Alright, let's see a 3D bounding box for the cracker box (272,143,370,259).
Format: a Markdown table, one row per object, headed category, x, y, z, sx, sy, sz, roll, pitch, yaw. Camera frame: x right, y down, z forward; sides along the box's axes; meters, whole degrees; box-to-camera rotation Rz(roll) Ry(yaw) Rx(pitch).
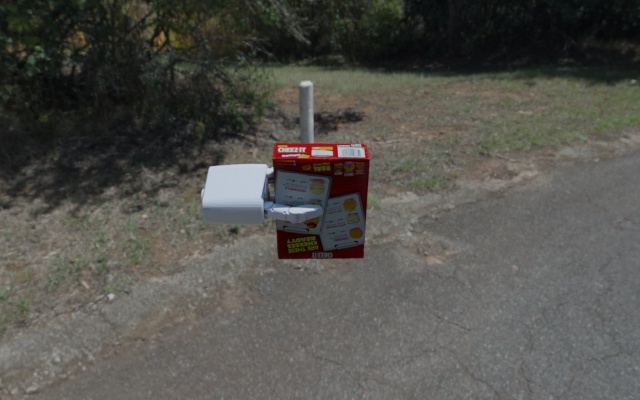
| category | x | y | z | sx | sy | sz | roll | pitch | yaw |
| --- | --- | --- | --- | --- | --- | --- | --- | --- | --- |
| cracker box | 0.000 | 0.003 | 0.864 | 0.164 | 0.214 | 0.072 | 0 | 33 | 0 |
